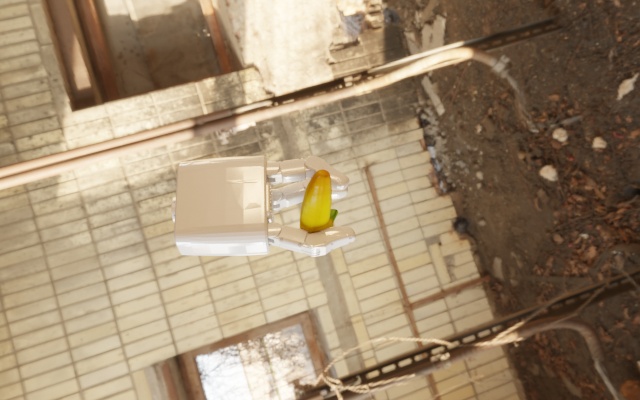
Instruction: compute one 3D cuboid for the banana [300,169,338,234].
[{"bbox_3d":[-0.004,0.021,0.589,0.037,0.069,0.198,12,-13,6],"label":"banana"}]
